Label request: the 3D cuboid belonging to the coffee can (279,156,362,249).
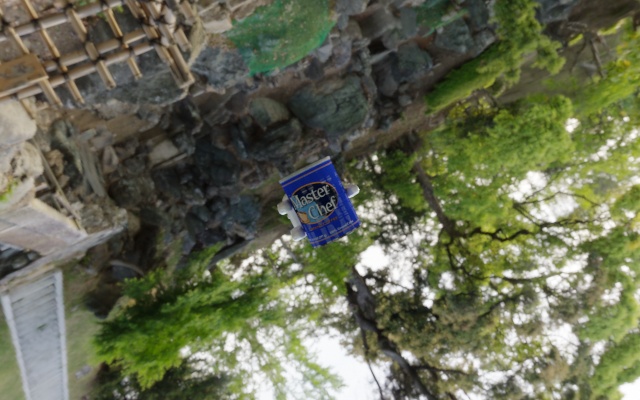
[{"bbox_3d":[0.000,0.003,0.876,0.103,0.140,0.103,-26,3,2],"label":"coffee can"}]
